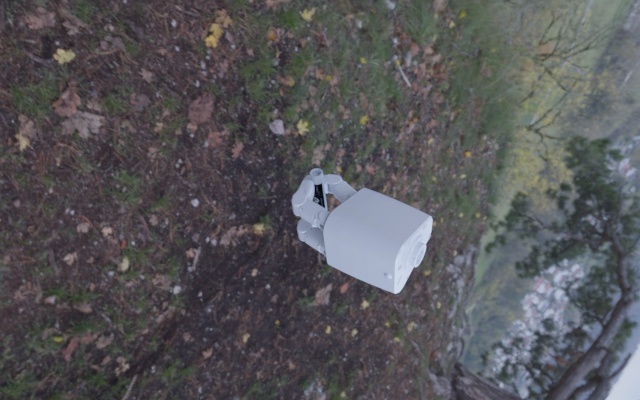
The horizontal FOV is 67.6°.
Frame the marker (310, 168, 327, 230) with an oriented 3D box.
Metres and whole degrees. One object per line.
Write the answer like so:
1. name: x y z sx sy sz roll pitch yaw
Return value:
1. marker: 0.000 0.002 0.712 0.020 0.020 0.121 0 -44 8
